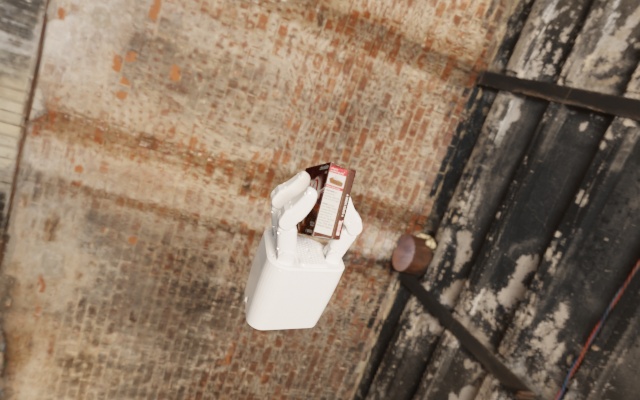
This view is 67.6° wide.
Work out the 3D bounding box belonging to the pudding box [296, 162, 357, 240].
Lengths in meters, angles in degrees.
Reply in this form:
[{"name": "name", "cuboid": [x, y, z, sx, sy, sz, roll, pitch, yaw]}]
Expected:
[{"name": "pudding box", "cuboid": [0.000, 0.002, 0.603, 0.039, 0.090, 0.113, 15, -5, -19]}]
